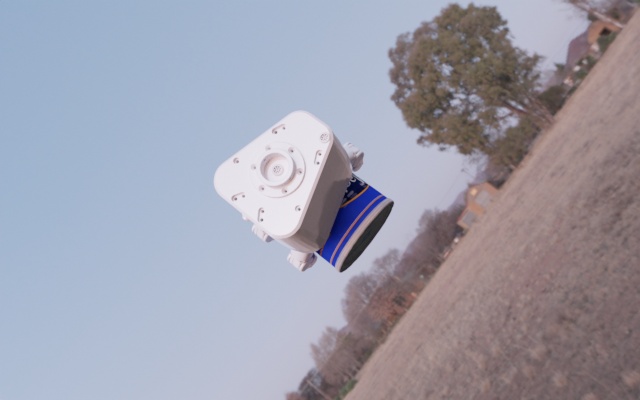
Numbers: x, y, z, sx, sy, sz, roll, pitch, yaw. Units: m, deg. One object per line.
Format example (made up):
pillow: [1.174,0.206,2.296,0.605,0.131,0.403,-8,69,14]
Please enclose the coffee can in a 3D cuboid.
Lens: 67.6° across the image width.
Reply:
coffee can: [0.000,0.002,0.563,0.140,0.103,0.103,37,11,15]
